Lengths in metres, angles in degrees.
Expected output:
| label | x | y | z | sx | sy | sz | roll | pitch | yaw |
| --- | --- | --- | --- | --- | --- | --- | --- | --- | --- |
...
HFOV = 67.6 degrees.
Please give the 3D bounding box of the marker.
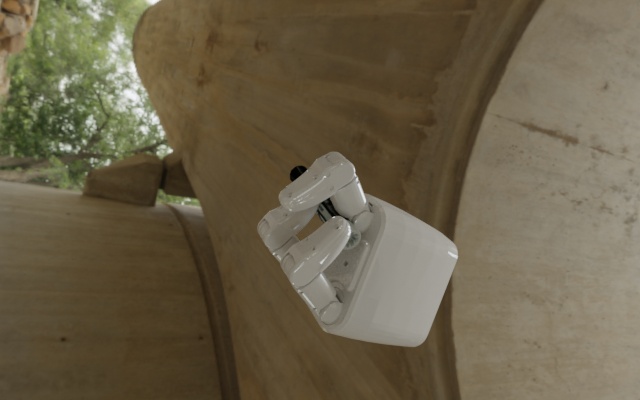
| label | x | y | z | sx | sy | sz | roll | pitch | yaw |
| --- | --- | --- | --- | --- | --- | --- | --- | --- | --- |
| marker | 0.000 | 0.001 | 0.410 | 0.020 | 0.020 | 0.121 | 0 | 28 | -26 |
